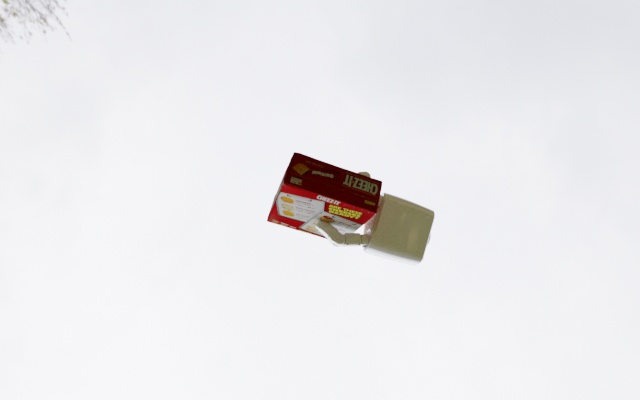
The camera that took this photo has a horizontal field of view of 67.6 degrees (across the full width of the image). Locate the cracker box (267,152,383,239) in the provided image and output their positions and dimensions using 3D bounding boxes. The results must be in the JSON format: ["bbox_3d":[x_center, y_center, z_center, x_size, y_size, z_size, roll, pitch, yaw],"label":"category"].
[{"bbox_3d":[0.000,0.003,0.883,0.164,0.072,0.214,17,-23,-8],"label":"cracker box"}]
